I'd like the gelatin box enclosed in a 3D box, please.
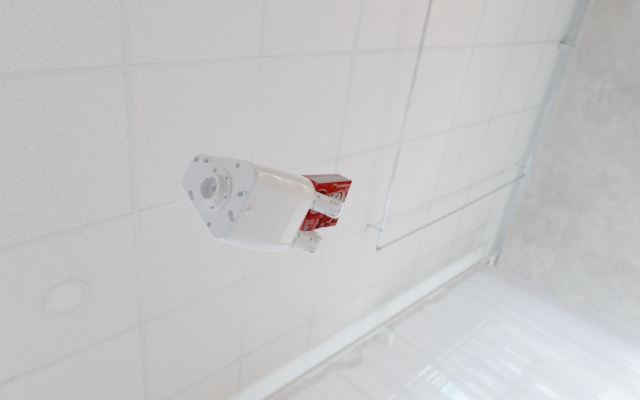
[{"bbox_3d":[0.000,0.002,0.660,0.030,0.073,0.089,29,20,30],"label":"gelatin box"}]
